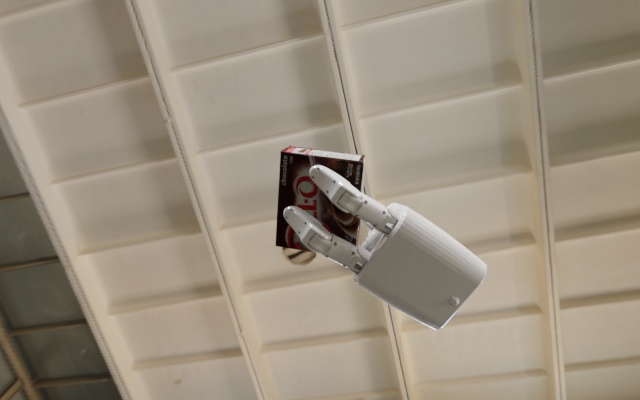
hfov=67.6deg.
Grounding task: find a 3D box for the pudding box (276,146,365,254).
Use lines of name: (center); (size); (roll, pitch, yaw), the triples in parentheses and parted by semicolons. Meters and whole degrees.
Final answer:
pudding box: (0.000, 0.002, 0.523); (0.090, 0.113, 0.039); (8, 17, 10)
